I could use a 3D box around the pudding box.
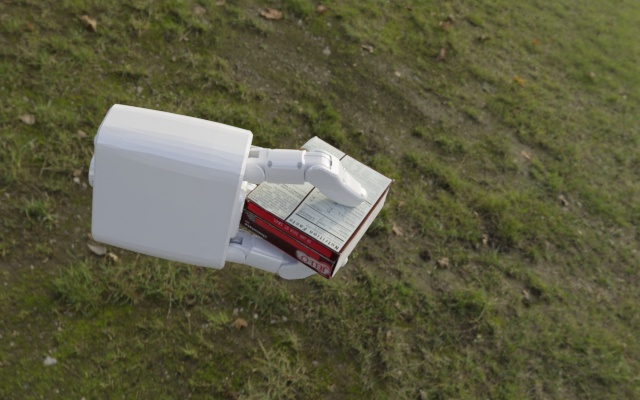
[{"bbox_3d":[0.000,0.001,0.409,0.090,0.039,0.113,31,48,11],"label":"pudding box"}]
